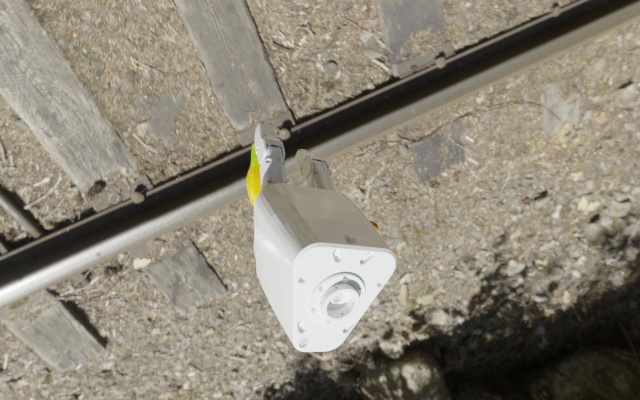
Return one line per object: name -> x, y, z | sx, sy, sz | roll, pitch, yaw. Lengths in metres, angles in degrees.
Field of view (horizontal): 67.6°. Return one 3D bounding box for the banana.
banana -> -0.014, 0.015, 0.542 | 0.198, 0.069, 0.037 | 34, 6, -32
